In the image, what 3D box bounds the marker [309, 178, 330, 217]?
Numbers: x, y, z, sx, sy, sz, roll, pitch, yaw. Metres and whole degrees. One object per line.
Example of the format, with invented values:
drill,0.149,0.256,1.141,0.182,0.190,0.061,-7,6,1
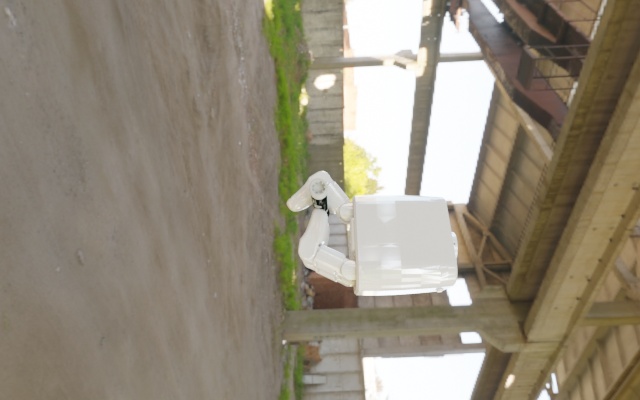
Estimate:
marker,0.000,0.002,0.534,0.020,0.020,0.121,0,-15,2
